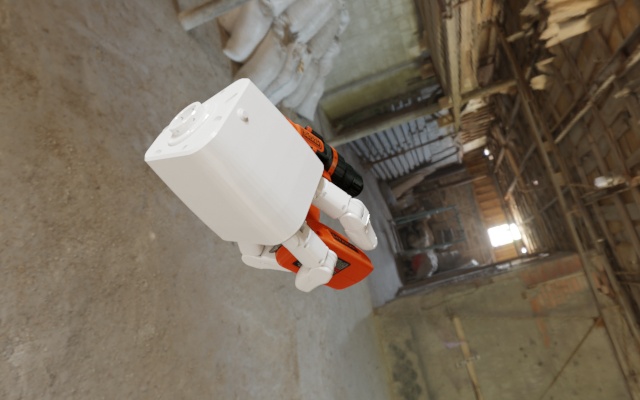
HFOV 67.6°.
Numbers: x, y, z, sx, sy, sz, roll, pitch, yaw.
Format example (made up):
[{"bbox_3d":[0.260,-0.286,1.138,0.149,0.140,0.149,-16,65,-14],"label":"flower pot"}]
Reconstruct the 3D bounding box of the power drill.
[{"bbox_3d":[0.000,0.002,0.531,0.057,0.187,0.184,-38,-45,26],"label":"power drill"}]
